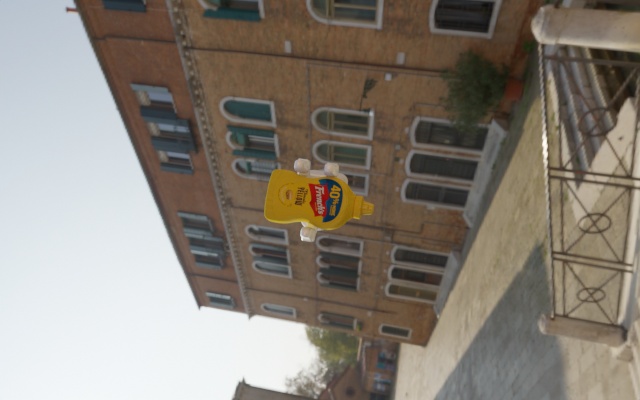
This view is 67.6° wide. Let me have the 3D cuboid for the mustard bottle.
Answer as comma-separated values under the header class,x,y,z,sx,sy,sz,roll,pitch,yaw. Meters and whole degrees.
class,x,y,z,sx,sy,sz,roll,pitch,yaw
mustard bottle,0.000,0.003,0.863,0.191,0.096,0.058,8,-12,9
